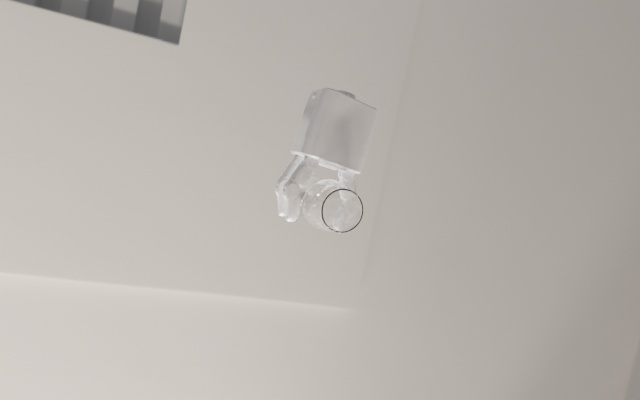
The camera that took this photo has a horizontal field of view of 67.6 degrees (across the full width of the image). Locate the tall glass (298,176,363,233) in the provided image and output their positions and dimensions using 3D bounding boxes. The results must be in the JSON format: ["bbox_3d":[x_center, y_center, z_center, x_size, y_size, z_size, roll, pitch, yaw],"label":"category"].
[{"bbox_3d":[0.000,0.003,0.748,0.079,0.079,0.201,0,7,-18],"label":"tall glass"}]
